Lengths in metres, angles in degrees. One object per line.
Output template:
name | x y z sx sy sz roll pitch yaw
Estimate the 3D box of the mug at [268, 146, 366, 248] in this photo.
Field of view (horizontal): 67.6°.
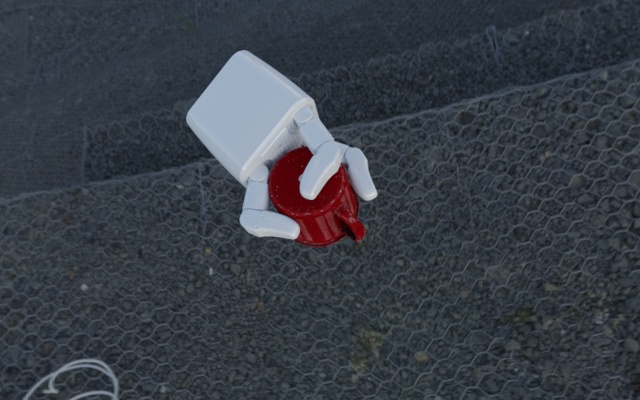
mug | 0.001 0.003 0.508 0.117 0.093 0.081 41 -10 22
